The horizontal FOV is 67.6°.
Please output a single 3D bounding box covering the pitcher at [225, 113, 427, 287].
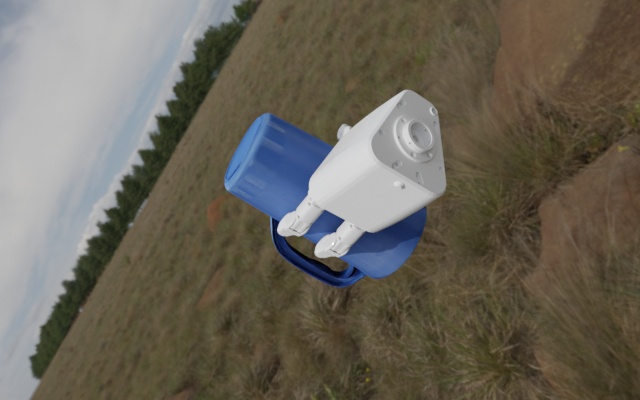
[{"bbox_3d":[0.000,0.002,0.617,0.243,0.149,0.145,29,-30,-19],"label":"pitcher"}]
